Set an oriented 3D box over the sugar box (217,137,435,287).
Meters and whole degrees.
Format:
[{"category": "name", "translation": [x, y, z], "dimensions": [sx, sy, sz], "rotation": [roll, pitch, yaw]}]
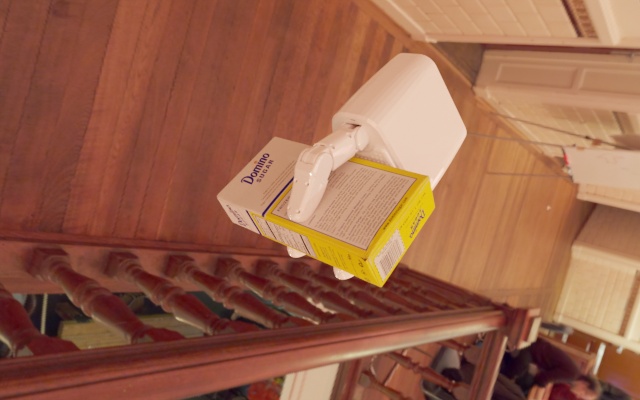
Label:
[{"category": "sugar box", "translation": [0.000, 0.002, 0.427], "dimensions": [0.176, 0.093, 0.048], "rotation": [18, -33, 38]}]
